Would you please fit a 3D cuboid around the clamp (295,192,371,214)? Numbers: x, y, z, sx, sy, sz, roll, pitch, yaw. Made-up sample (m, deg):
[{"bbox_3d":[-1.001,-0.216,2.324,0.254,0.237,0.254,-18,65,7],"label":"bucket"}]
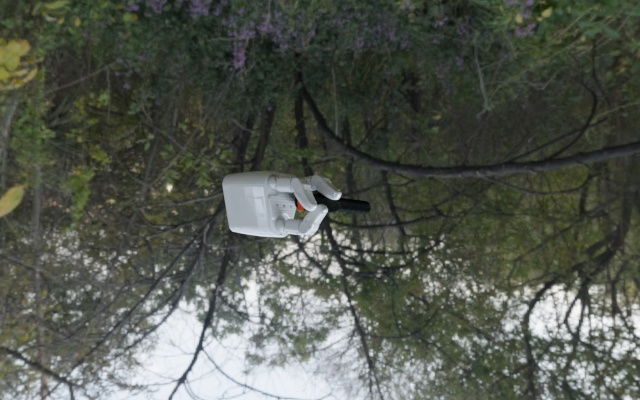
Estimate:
[{"bbox_3d":[0.000,0.003,0.853,0.120,0.039,0.171,3,-3,36],"label":"clamp"}]
